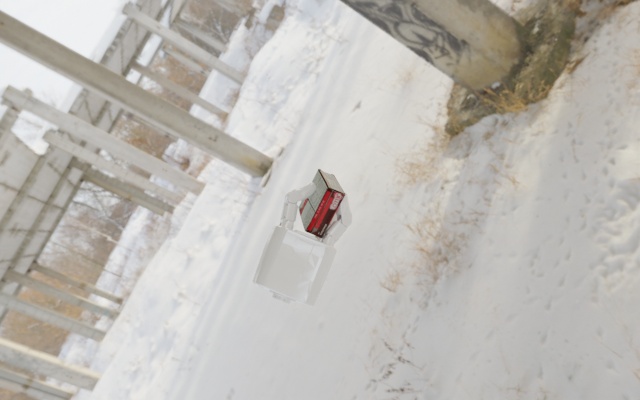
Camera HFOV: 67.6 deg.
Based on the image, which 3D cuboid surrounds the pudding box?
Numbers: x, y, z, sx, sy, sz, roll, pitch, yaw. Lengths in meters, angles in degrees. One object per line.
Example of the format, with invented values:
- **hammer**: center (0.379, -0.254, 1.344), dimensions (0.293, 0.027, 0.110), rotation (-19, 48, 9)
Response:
- **pudding box**: center (0.000, 0.003, 0.850), dimensions (0.039, 0.090, 0.113), rotation (24, 15, -19)
